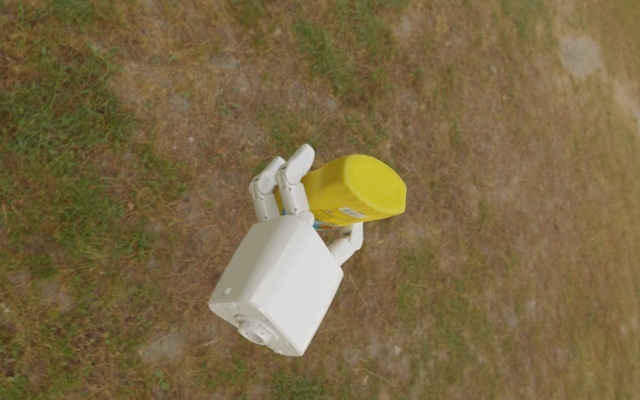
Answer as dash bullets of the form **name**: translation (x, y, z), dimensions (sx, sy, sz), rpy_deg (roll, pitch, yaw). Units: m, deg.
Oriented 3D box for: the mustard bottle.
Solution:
- **mustard bottle**: translation (0.000, 0.002, 0.564), dimensions (0.096, 0.058, 0.191), rpy_deg (22, -25, -35)
